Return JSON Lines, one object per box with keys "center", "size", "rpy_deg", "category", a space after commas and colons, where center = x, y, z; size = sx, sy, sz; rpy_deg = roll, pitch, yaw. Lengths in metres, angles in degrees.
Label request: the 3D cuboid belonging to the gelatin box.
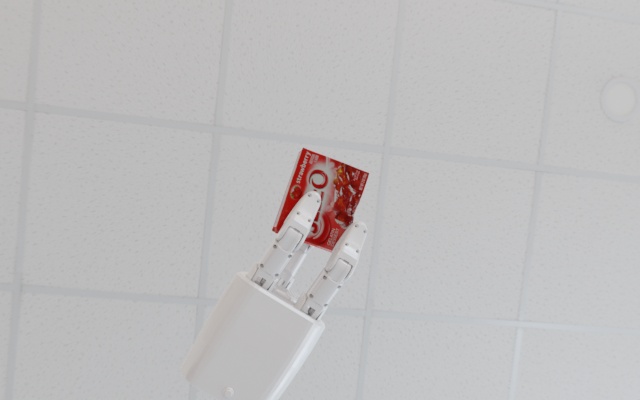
{"center": [0.000, 0.001, 0.481], "size": [0.073, 0.089, 0.030], "rpy_deg": [20, -7, -10], "category": "gelatin box"}
